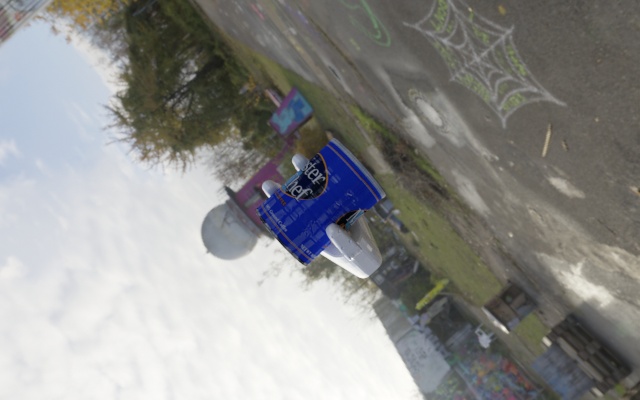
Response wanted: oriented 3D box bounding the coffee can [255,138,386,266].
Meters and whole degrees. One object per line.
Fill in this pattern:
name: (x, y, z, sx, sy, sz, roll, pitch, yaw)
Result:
coffee can: (0.000, 0.002, 0.629, 0.140, 0.103, 0.103, -42, -1, 1)
